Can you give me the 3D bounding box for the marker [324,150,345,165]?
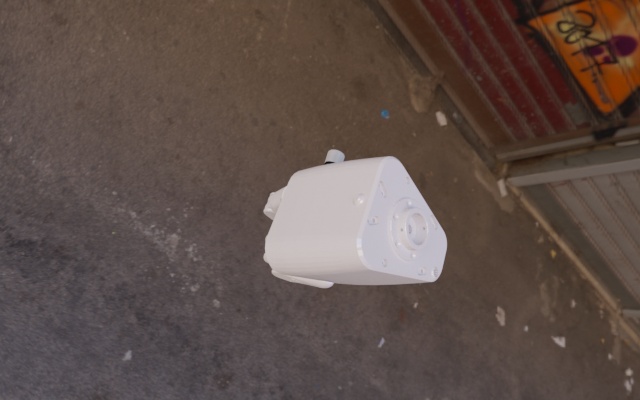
[{"bbox_3d":[0.000,0.002,0.499,0.020,0.121,0.020,16,-23,7],"label":"marker"}]
